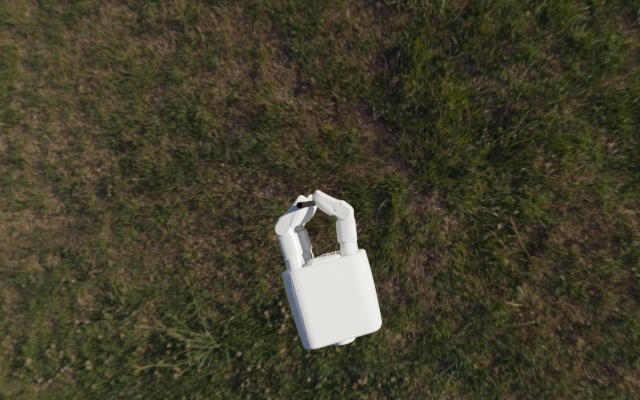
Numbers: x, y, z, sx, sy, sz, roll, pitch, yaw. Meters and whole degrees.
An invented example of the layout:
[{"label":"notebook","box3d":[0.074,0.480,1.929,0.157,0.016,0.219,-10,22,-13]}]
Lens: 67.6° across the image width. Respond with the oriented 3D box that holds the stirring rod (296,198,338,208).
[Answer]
[{"label":"stirring rod","box3d":[0.000,0.002,0.693,0.011,0.011,0.239,0,2,12]}]
